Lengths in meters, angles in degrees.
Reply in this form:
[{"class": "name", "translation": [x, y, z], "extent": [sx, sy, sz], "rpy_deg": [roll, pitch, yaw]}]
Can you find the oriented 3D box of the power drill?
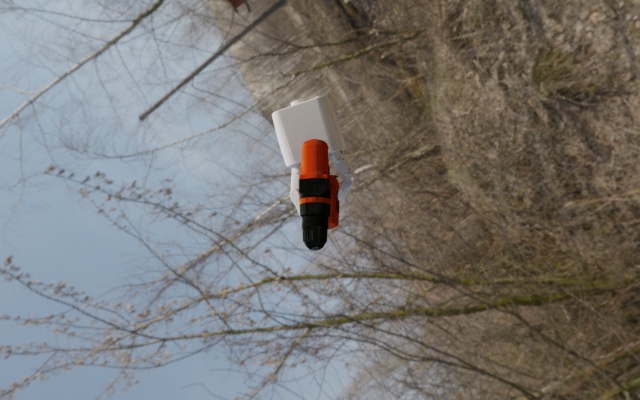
[{"class": "power drill", "translation": [0.000, 0.003, 0.846], "extent": [0.057, 0.184, 0.188], "rpy_deg": [1, -11, 6]}]
